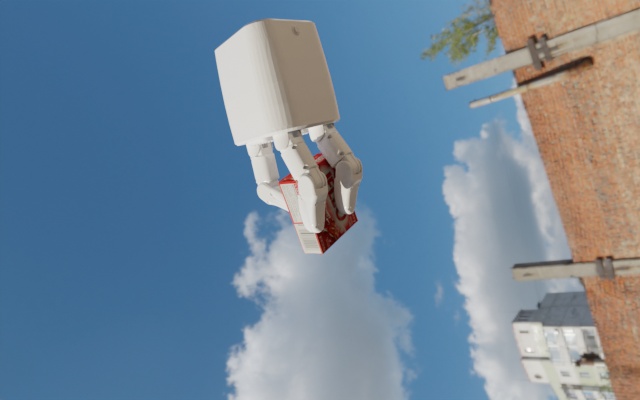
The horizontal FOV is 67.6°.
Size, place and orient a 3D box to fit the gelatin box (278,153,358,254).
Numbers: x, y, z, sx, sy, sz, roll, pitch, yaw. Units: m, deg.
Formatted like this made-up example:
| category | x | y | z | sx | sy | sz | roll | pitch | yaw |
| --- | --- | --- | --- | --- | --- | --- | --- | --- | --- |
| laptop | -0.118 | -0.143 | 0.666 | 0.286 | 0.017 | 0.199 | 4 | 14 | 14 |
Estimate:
| category | x | y | z | sx | sy | sz | roll | pitch | yaw |
| --- | --- | --- | --- | --- | --- | --- | --- | --- | --- |
| gelatin box | 0.000 | 0.002 | 0.513 | 0.030 | 0.089 | 0.073 | -1 | 26 | 39 |
